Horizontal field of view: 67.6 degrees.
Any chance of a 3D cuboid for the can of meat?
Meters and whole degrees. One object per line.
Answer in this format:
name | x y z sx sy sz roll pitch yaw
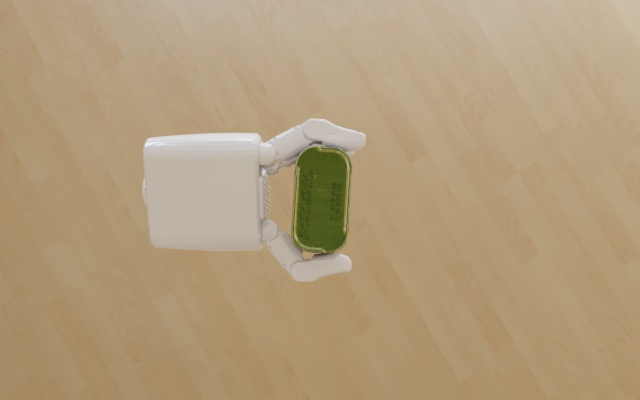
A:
can of meat | 0.000 0.002 0.465 0.057 0.102 0.084 3 -4 -1
